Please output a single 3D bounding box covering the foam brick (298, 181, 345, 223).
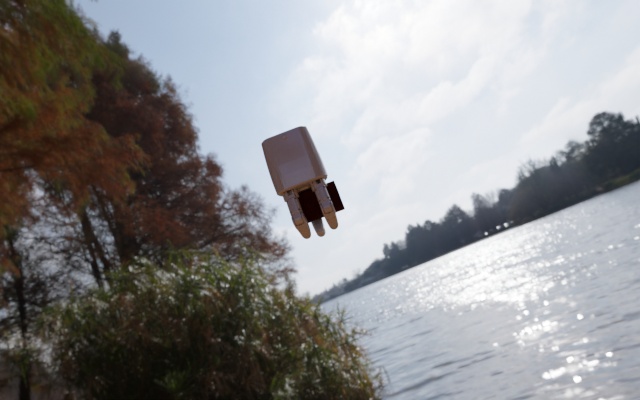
[{"bbox_3d":[0.000,0.003,0.889,0.078,0.051,0.053,-20,-10,0],"label":"foam brick"}]
